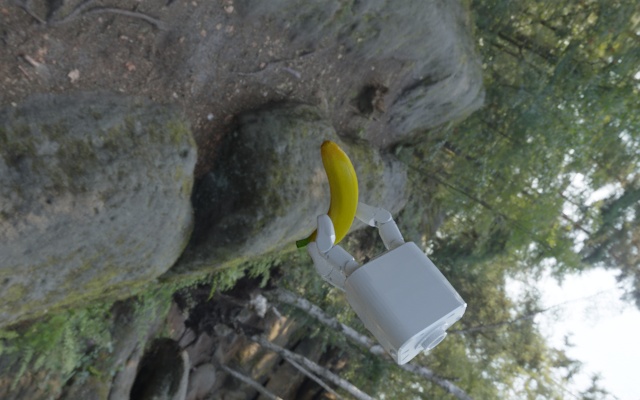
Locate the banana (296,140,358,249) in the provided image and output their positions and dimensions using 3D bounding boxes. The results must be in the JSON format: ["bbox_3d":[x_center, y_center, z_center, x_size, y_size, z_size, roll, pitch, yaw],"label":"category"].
[{"bbox_3d":[0.017,0.004,0.644,0.069,0.198,0.037,0,43,-17],"label":"banana"}]
